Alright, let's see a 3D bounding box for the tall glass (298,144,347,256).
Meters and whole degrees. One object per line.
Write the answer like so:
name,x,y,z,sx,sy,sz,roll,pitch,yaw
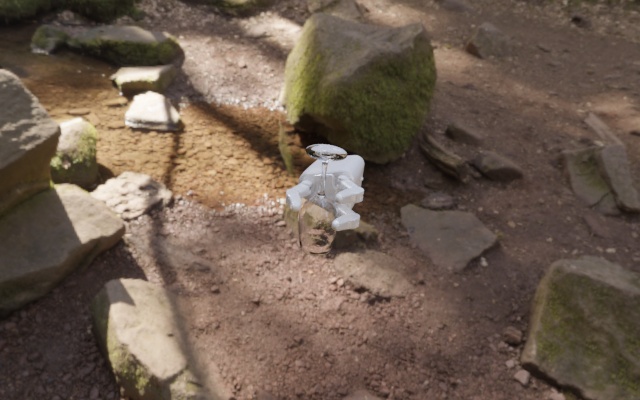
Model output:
tall glass,0.000,0.002,0.881,0.079,0.201,0.079,5,27,-3
